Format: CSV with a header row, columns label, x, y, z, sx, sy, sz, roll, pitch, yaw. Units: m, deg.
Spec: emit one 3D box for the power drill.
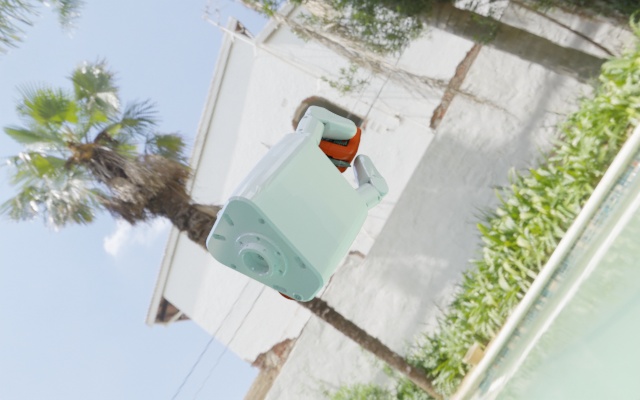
label,x,y,z,sx,sy,sz,roll,pitch,yaw
power drill,0.000,0.002,0.574,0.057,0.188,0.184,14,25,3
